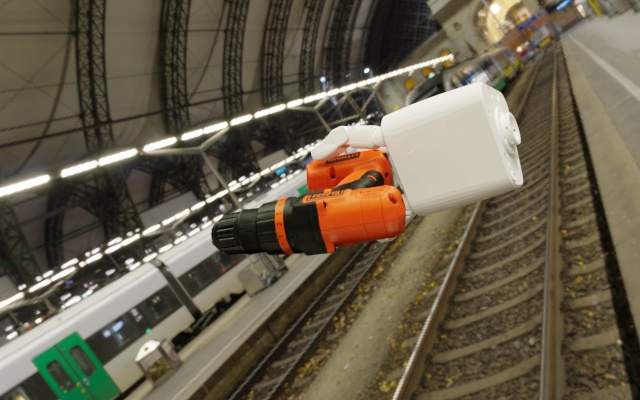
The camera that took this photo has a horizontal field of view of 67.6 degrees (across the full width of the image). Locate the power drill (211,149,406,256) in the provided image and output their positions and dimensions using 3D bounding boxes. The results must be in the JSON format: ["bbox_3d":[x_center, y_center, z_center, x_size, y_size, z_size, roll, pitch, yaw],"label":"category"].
[{"bbox_3d":[0.000,0.001,0.497,0.184,0.057,0.187,-7,18,16],"label":"power drill"}]
